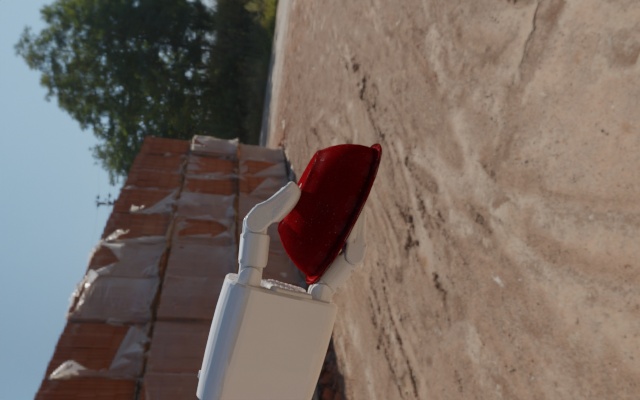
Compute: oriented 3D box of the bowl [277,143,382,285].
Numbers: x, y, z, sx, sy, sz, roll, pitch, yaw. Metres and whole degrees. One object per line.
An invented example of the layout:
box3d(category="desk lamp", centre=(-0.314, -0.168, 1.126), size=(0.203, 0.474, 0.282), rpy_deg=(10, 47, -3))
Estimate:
box3d(category="bowl", centre=(0.000, 0.000, 0.491), size=(0.055, 0.162, 0.162), rpy_deg=(27, -3, -7))
